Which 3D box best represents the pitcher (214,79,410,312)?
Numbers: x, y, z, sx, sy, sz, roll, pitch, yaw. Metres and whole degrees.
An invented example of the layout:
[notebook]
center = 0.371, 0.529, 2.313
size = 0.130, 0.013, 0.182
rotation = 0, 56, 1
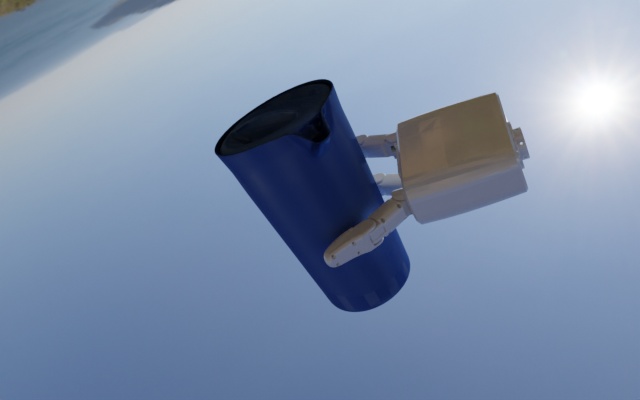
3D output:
[pitcher]
center = 0.000, 0.002, 0.527
size = 0.145, 0.243, 0.149
rotation = -19, 29, 21
